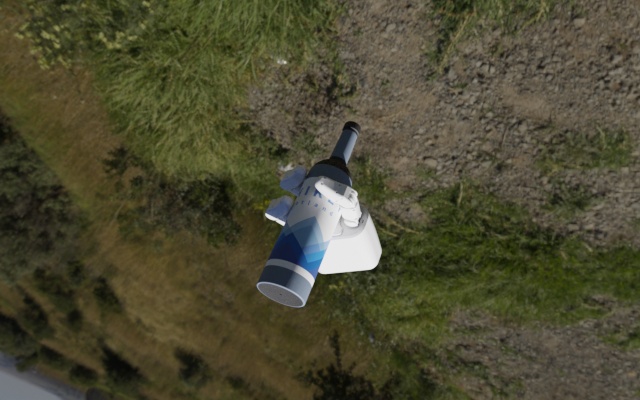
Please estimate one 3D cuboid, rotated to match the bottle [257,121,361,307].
[{"bbox_3d":[0.000,0.002,0.676,0.069,0.295,0.069,17,-30,10],"label":"bottle"}]
